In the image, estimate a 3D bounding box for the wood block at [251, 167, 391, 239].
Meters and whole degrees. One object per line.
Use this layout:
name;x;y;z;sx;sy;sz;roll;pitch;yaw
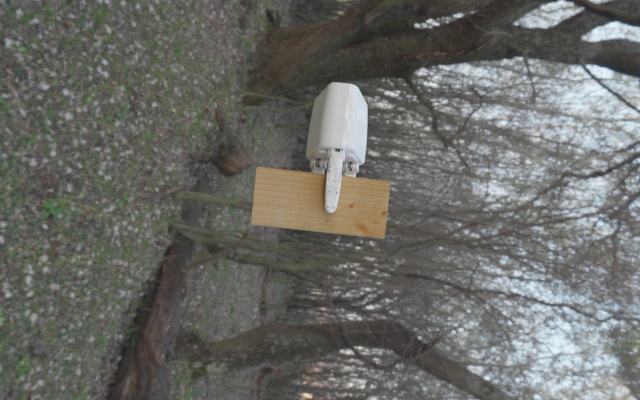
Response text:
wood block;0.000;0.002;0.767;0.206;0.090;0.091;6;2;1
